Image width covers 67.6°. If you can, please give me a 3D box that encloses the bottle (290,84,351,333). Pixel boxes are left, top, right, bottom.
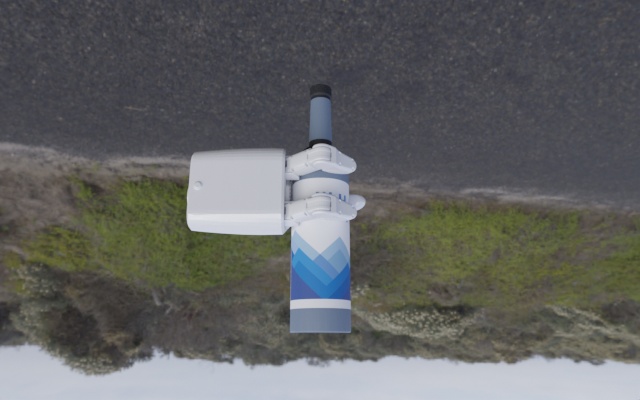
[{"bbox_3d":[0.000,0.002,0.558,0.069,0.295,0.069,0,-16,0],"label":"bottle"}]
